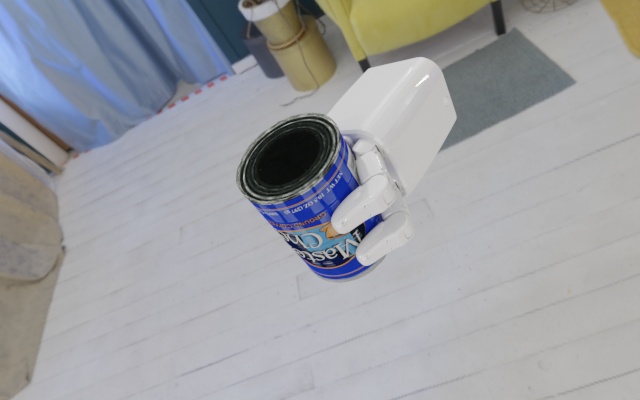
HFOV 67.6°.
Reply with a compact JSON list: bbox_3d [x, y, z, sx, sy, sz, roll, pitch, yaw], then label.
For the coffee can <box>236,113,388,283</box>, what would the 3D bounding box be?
[{"bbox_3d":[0.000,0.002,0.461,0.103,0.102,0.140,0,-36,32],"label":"coffee can"}]
